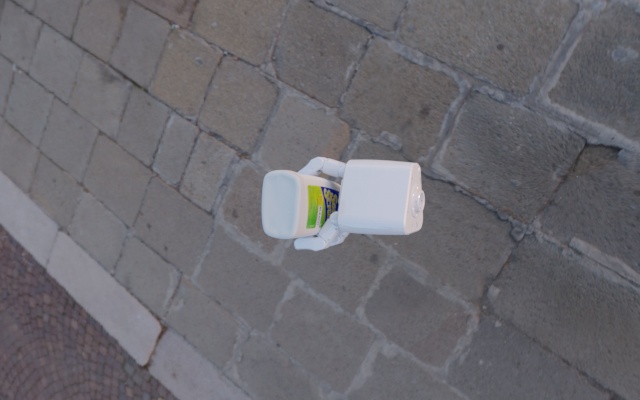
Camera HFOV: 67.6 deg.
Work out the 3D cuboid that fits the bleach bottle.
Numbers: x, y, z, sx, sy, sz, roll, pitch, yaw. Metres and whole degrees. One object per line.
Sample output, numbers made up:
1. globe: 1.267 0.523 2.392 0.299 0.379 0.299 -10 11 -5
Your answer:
1. bleach bottle: 0.000 0.003 0.787 0.068 0.102 0.251 6 5 27
